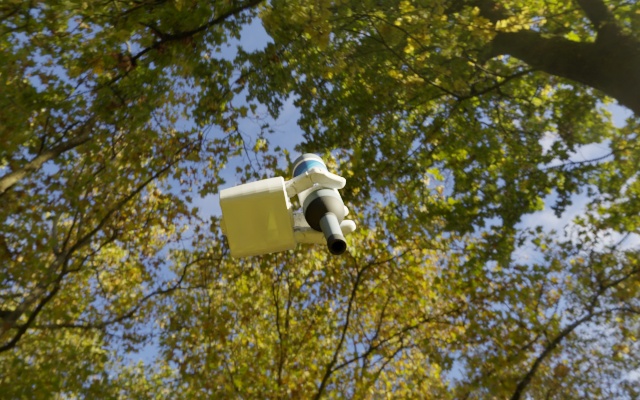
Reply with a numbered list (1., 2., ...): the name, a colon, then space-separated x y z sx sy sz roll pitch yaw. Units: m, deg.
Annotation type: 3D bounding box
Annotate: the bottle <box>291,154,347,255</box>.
1. bottle: 0.000 0.002 0.801 0.069 0.069 0.295 0 25 -11
